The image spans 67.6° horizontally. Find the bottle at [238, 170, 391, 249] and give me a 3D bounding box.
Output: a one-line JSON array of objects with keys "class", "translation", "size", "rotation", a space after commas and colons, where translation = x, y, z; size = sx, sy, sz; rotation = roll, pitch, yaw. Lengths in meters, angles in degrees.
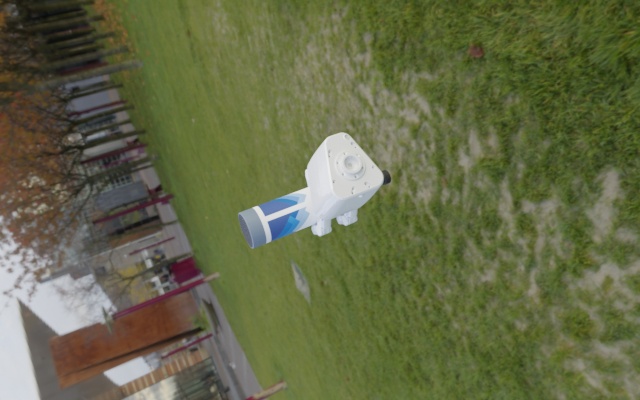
[{"class": "bottle", "translation": [0.000, 0.003, 0.873], "size": [0.295, 0.069, 0.069], "rotation": [-21, 7, -20]}]
